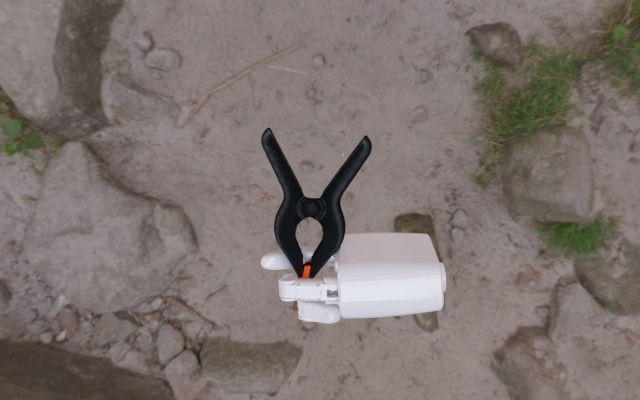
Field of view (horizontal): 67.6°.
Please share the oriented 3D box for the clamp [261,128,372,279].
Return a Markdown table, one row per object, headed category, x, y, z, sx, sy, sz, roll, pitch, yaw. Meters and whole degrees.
| category | x | y | z | sx | sy | sz | roll | pitch | yaw |
| --- | --- | --- | --- | --- | --- | --- | --- | --- | --- |
| clamp | 0.000 | 0.002 | 0.527 | 0.120 | 0.171 | 0.039 | -4 | 5 | 7 |
